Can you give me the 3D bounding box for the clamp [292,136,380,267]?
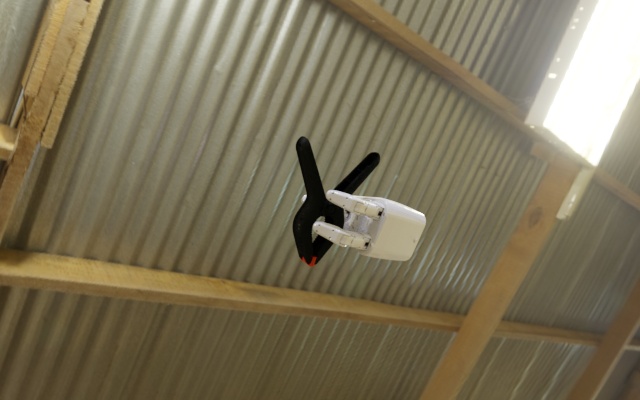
[{"bbox_3d":[0.000,0.003,0.754,0.164,0.210,0.036,15,10,-40],"label":"clamp"}]
